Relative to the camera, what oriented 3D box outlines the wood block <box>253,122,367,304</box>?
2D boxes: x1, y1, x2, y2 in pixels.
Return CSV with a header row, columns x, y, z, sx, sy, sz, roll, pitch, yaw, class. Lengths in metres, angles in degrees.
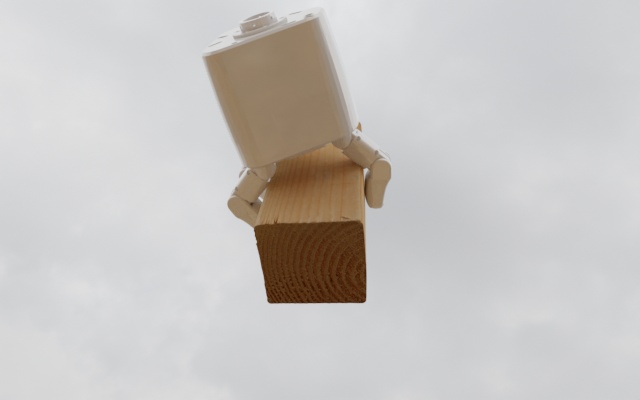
x,y,z,sx,sy,sz,roll,pitch,yaw,class
0.000,0.001,0.487,0.091,0.090,0.206,-2,32,6,wood block
